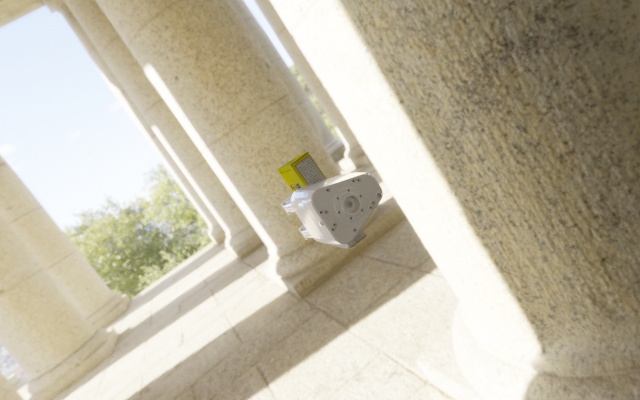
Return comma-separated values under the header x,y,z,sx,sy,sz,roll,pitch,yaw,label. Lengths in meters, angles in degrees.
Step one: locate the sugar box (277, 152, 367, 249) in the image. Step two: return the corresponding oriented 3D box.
x,y,z,sx,sy,sz,roll,pitch,yaw,label
0.000,0.003,0.833,0.048,0.176,0.093,-36,10,-17,sugar box
